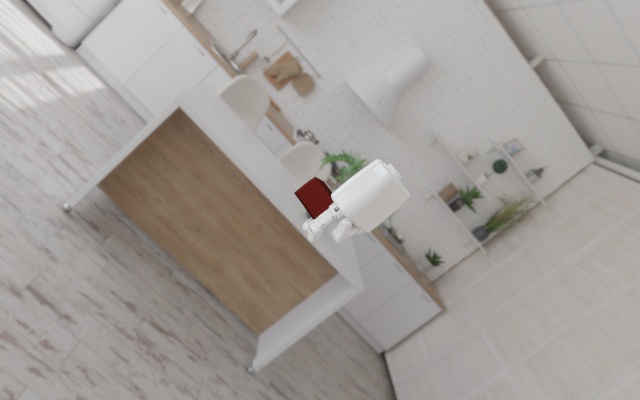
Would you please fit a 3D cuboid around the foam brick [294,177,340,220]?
[{"bbox_3d":[0.000,0.003,0.886,0.051,0.078,0.053,-40,-20,11],"label":"foam brick"}]
